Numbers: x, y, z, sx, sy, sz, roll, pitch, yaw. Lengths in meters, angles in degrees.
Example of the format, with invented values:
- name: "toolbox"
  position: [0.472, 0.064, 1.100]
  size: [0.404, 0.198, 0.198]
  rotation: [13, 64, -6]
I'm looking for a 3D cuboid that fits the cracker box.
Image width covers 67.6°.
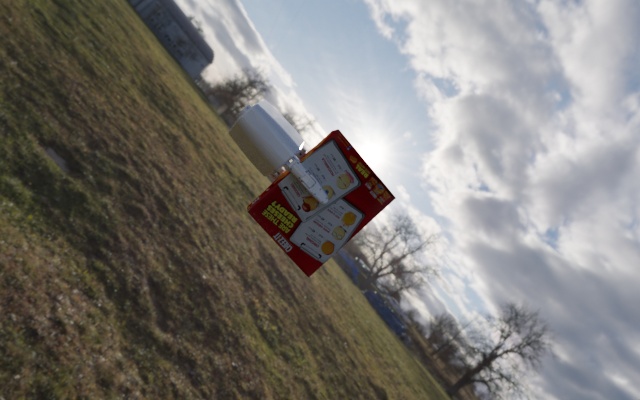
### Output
- name: "cracker box"
  position: [0.000, 0.003, 0.862]
  size: [0.213, 0.164, 0.072]
  rotation: [-42, 10, -3]
